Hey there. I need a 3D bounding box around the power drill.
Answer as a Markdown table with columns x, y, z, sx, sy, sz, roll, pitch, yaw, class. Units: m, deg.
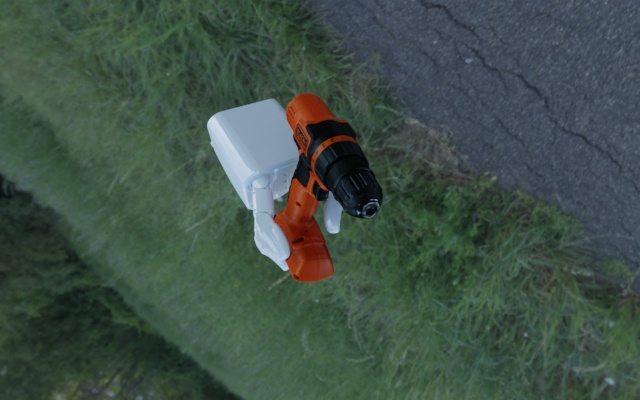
| x | y | z | sx | sy | sz | roll | pitch | yaw | class |
| --- | --- | --- | --- | --- | --- | --- | --- | --- | --- |
| 0.000 | 0.002 | 0.526 | 0.057 | 0.188 | 0.184 | -4 | 42 | -23 | power drill |
